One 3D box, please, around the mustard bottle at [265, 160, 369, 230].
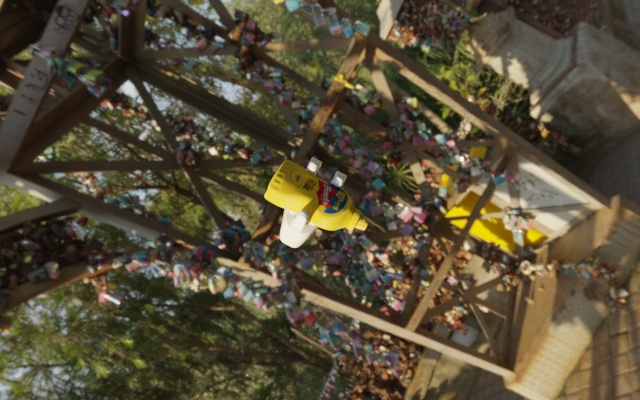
[{"bbox_3d":[0.000,0.003,0.878,0.191,0.058,0.096,28,41,-1],"label":"mustard bottle"}]
